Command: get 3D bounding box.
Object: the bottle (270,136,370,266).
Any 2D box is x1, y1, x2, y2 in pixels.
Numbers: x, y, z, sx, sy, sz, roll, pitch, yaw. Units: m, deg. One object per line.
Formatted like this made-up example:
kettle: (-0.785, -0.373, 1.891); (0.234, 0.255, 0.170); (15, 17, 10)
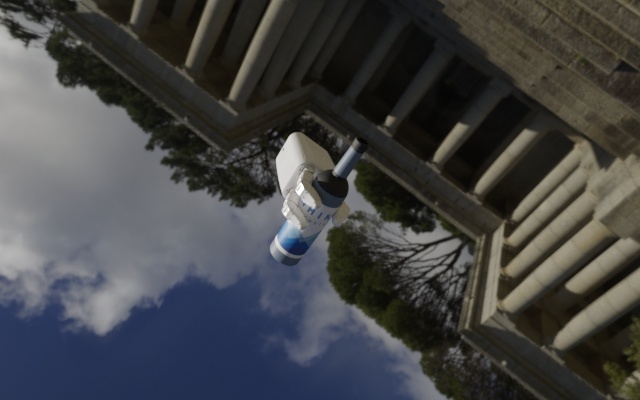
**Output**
bottle: (0.000, 0.003, 0.880); (0.069, 0.069, 0.296); (0, -44, -43)
